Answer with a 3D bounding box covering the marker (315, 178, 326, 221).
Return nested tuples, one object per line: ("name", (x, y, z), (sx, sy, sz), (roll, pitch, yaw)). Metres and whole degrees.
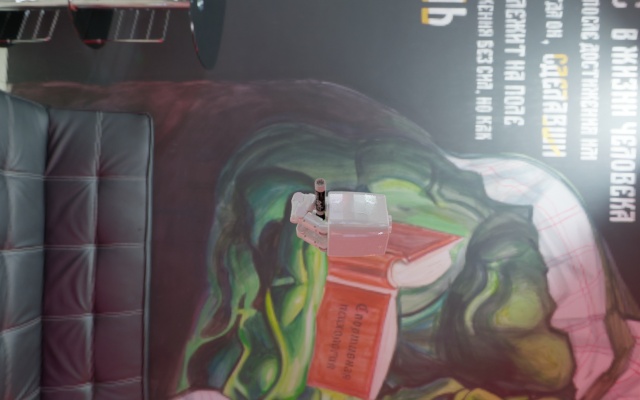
("marker", (0.000, 0.003, 0.848), (0.020, 0.020, 0.121), (0, -33, 0))
